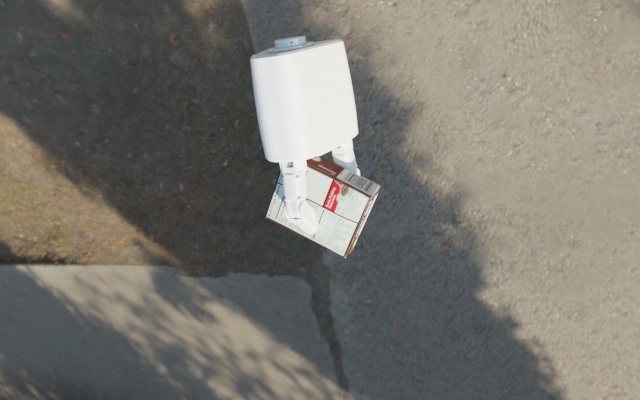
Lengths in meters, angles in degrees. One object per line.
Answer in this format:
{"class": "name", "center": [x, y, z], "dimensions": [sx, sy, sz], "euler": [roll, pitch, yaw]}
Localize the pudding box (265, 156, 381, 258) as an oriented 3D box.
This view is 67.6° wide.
{"class": "pudding box", "center": [0.000, 0.002, 0.554], "dimensions": [0.113, 0.090, 0.039], "euler": [27, 30, 11]}
